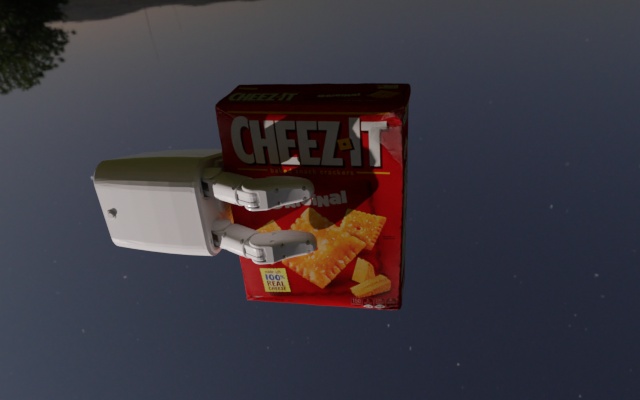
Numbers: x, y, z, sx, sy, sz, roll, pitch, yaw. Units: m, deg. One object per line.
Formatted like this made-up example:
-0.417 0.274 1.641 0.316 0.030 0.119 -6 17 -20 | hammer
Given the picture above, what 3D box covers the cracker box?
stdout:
0.000 0.002 0.461 0.164 0.214 0.072 2 29 11 | cracker box
